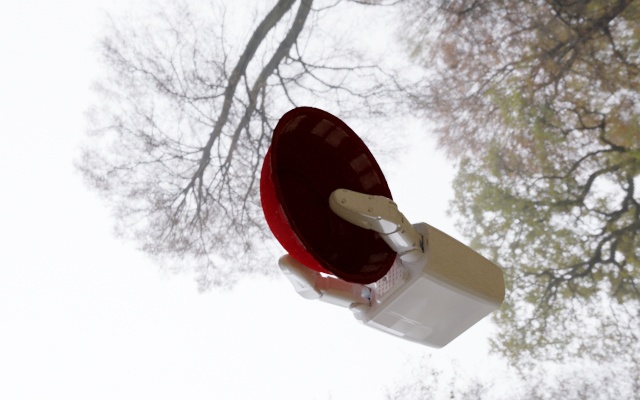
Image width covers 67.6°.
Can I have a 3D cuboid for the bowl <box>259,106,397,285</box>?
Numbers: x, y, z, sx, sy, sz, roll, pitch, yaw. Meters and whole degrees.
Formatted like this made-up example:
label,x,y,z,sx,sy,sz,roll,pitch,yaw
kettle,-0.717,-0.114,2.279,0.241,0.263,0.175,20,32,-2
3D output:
label,x,y,z,sx,sy,sz,roll,pitch,yaw
bowl,-0.001,0.001,0.419,0.055,0.162,0.162,-26,-16,36
